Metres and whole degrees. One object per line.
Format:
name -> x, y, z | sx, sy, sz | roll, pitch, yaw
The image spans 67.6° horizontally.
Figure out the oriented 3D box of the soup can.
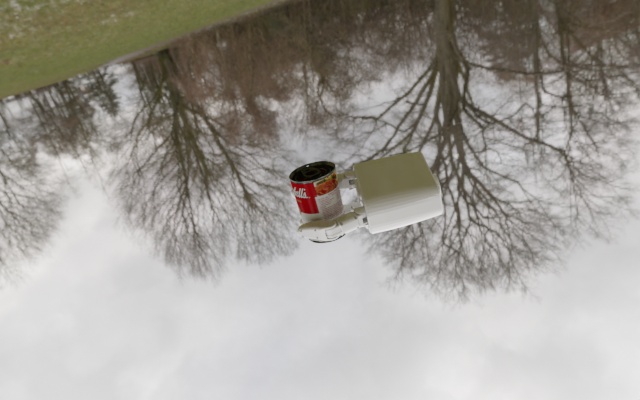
soup can -> 0.000, 0.003, 0.696 | 0.068, 0.102, 0.068 | -12, 25, 6
